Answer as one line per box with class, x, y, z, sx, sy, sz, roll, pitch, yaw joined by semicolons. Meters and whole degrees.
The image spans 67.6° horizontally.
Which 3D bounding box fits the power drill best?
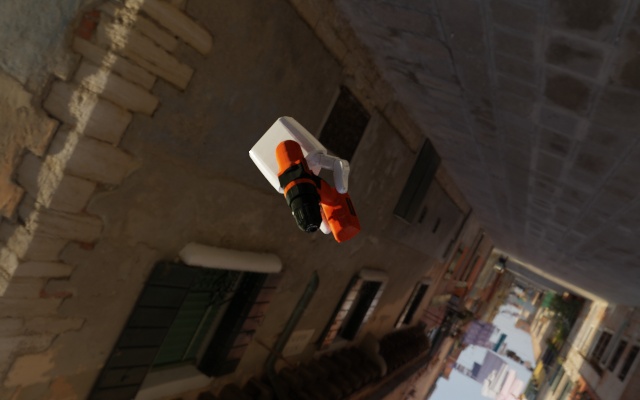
power drill;0.000;0.003;0.819;0.057;0.184;0.188;-29;-38;16
